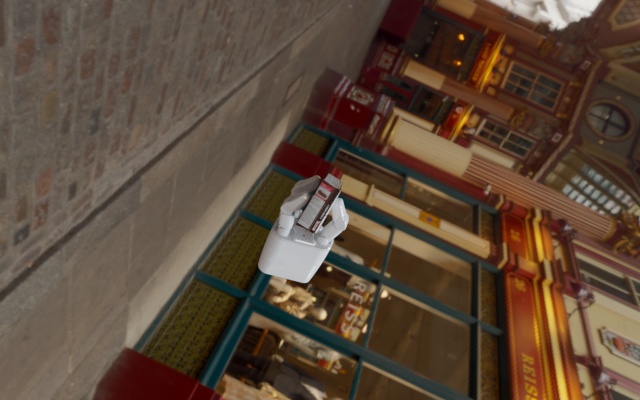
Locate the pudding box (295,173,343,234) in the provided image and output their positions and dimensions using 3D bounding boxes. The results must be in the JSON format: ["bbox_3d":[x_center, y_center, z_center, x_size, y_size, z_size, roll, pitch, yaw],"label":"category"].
[{"bbox_3d":[0.000,0.003,0.823,0.039,0.090,0.113,30,10,-2],"label":"pudding box"}]
